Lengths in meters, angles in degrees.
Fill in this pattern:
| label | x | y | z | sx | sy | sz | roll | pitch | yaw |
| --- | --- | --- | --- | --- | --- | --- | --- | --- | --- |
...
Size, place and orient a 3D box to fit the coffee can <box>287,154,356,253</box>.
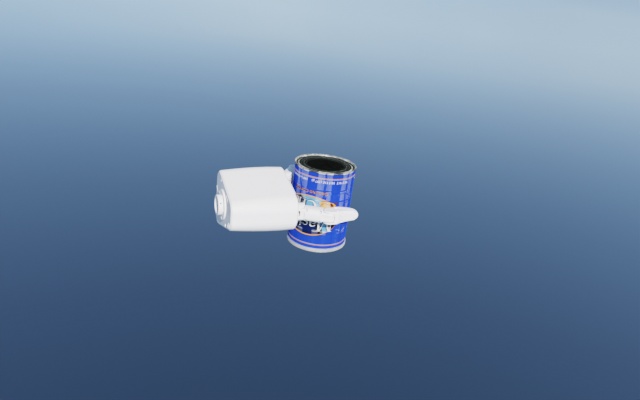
| label | x | y | z | sx | sy | sz | roll | pitch | yaw |
| --- | --- | --- | --- | --- | --- | --- | --- | --- | --- |
| coffee can | 0.000 | 0.003 | 0.809 | 0.103 | 0.140 | 0.102 | 6 | 21 | -3 |
